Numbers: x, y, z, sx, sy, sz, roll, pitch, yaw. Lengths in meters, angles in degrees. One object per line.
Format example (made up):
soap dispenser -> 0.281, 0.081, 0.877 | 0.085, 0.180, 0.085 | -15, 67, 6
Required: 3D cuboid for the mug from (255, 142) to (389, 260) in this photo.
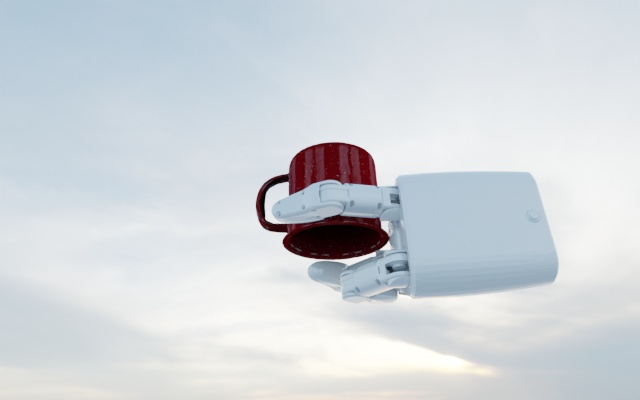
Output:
mug -> -0.001, 0.001, 0.433 | 0.117, 0.081, 0.093 | -2, -25, 1
